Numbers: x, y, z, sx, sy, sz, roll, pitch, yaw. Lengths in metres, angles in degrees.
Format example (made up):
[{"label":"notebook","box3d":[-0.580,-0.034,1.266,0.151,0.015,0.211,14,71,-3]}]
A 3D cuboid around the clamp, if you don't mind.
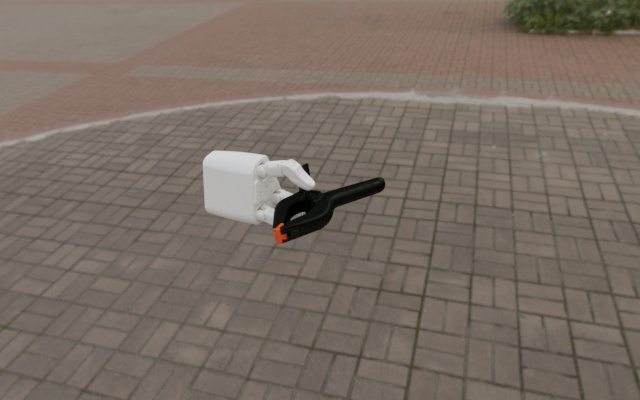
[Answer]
[{"label":"clamp","box3d":[0.000,0.002,0.762,0.164,0.036,0.210,8,34,25]}]
